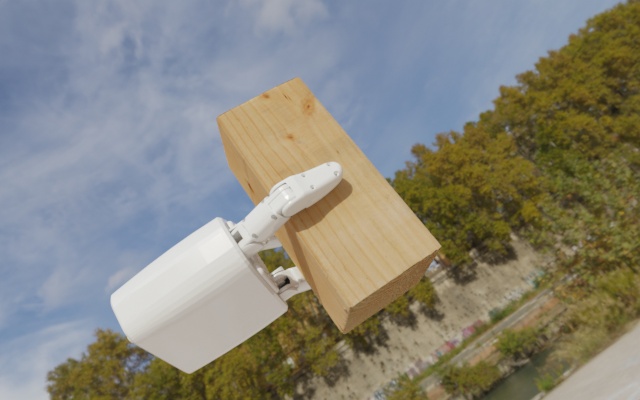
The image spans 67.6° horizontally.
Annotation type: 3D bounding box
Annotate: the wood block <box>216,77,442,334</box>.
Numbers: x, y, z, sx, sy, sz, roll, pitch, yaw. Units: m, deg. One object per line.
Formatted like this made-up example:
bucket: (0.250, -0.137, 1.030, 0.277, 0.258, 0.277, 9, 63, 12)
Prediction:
wood block: (0.000, 0.001, 0.432, 0.090, 0.206, 0.091, -30, -23, -16)
